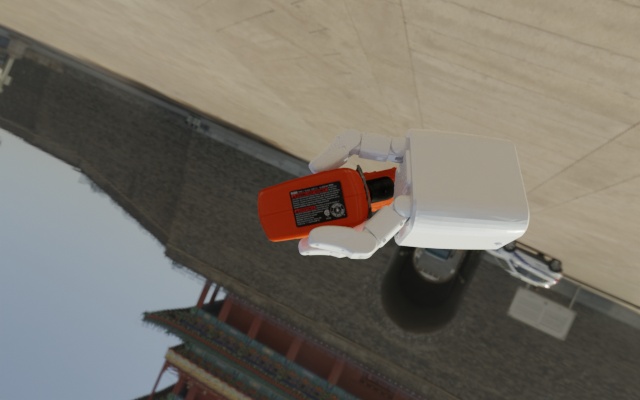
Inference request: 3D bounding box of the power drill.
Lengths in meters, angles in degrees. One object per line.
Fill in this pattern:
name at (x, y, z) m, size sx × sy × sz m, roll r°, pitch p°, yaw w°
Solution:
power drill at (0.000, 0.002, 0.531) m, size 0.184 × 0.057 × 0.187 m, roll -15°, pitch 1°, yaw 16°
